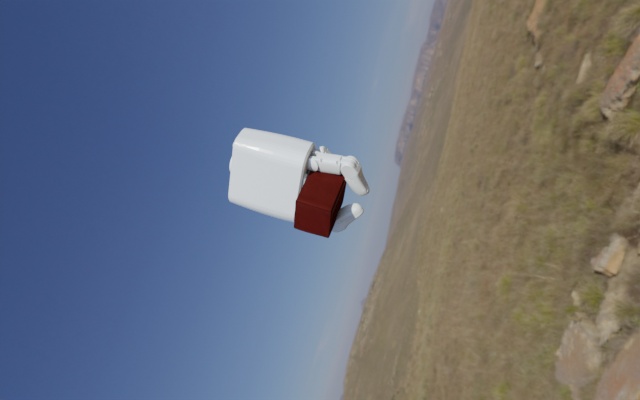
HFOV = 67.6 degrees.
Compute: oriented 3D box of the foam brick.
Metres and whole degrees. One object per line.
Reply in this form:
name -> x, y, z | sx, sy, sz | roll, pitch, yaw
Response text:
foam brick -> 0.000, 0.002, 0.647 | 0.051, 0.053, 0.078 | 15, 44, 8
